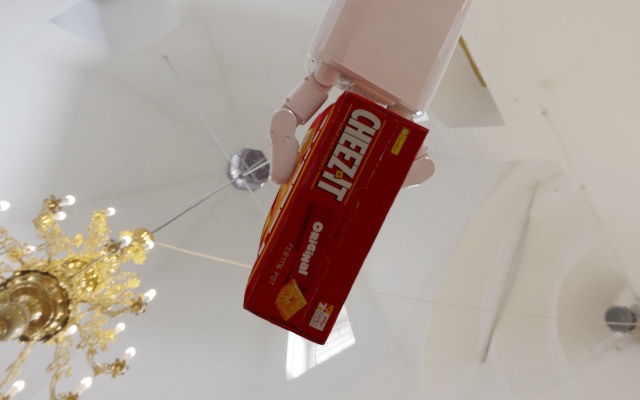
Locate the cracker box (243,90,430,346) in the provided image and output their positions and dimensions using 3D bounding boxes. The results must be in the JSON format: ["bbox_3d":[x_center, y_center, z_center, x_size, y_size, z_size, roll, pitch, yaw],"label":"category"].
[{"bbox_3d":[0.000,0.001,0.417,0.072,0.164,0.213,25,4,-6],"label":"cracker box"}]
